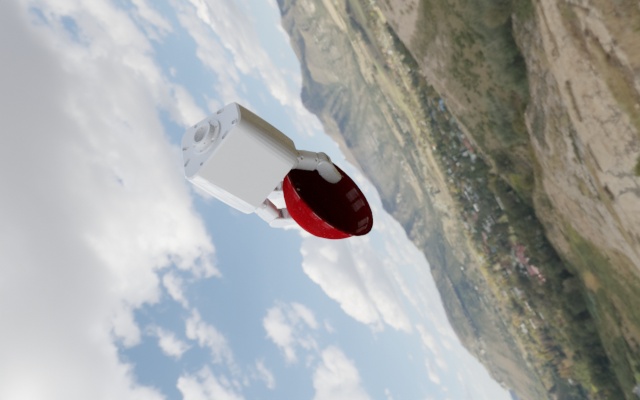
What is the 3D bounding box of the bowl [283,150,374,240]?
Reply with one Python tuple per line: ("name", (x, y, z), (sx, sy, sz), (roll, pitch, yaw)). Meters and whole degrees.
("bowl", (0.001, 0.003, 0.701), (0.162, 0.162, 0.055), (0, -40, -51))
